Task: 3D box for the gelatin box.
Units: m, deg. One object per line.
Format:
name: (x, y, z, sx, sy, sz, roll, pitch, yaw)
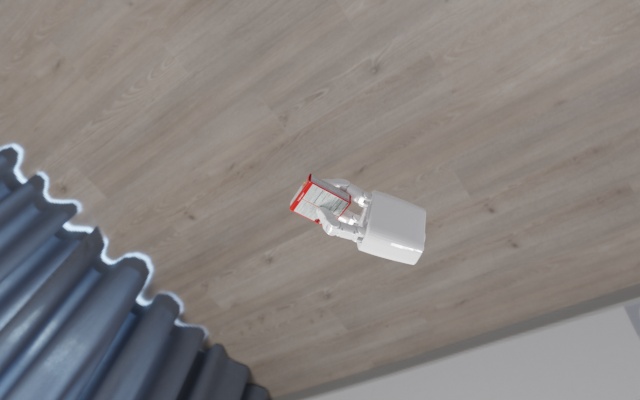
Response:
gelatin box: (0.000, 0.003, 0.861, 0.089, 0.073, 0.030, 27, 33, -16)
